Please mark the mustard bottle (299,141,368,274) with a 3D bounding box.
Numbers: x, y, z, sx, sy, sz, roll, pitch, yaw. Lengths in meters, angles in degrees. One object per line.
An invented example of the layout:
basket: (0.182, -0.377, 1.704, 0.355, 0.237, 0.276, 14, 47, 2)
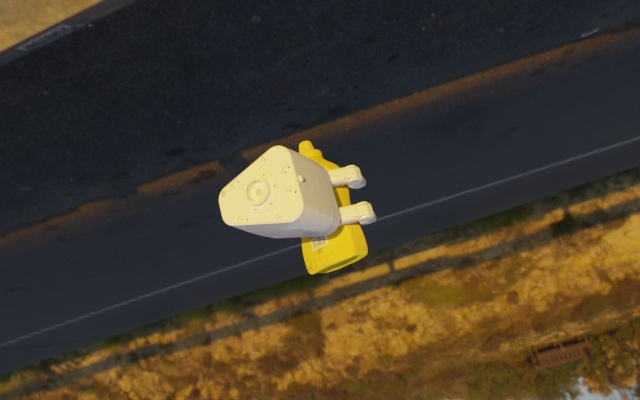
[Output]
mustard bottle: (0.000, 0.003, 0.686, 0.058, 0.191, 0.096, 2, -24, -44)
